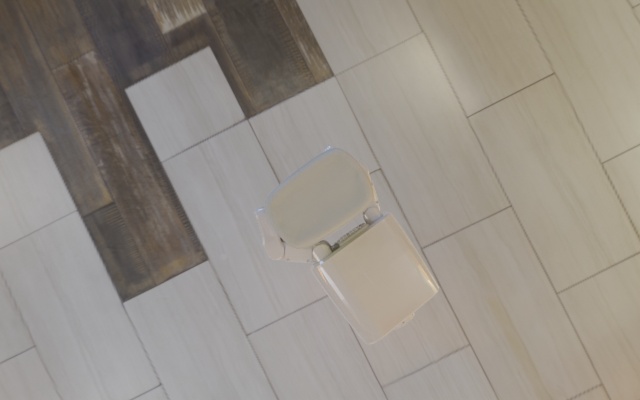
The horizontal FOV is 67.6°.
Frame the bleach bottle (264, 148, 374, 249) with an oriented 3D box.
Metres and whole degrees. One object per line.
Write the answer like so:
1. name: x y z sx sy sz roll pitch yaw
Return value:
1. bleach bottle: 0.000 0.002 0.557 0.102 0.068 0.251 -35 -2 1
